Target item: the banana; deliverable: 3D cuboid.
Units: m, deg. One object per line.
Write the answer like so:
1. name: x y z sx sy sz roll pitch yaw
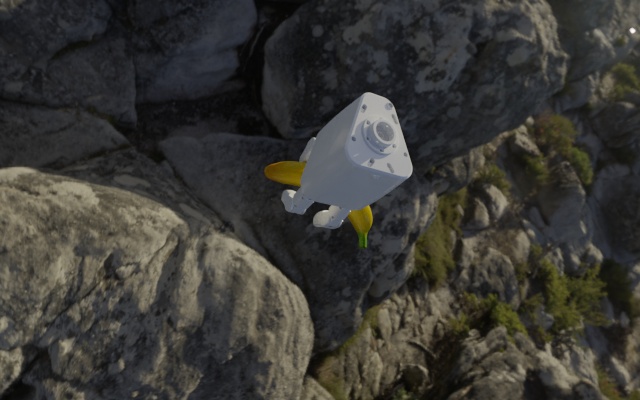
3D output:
1. banana: 0.011 -0.010 0.712 0.198 0.069 0.037 37 -29 -15
